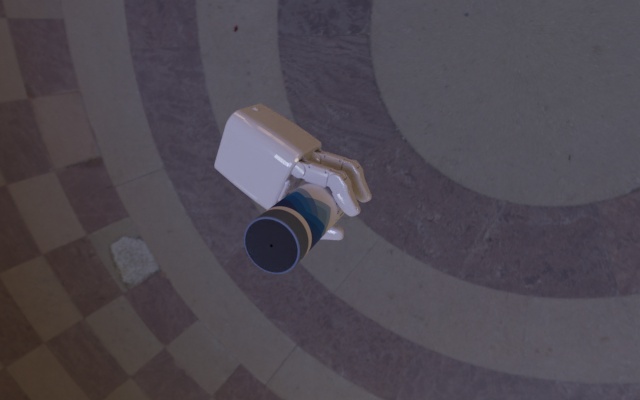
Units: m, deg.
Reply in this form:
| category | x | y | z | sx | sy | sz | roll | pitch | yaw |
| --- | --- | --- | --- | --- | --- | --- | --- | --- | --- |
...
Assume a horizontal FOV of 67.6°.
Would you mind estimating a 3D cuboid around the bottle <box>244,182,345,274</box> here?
| category | x | y | z | sx | sy | sz | roll | pitch | yaw |
| --- | --- | --- | --- | --- | --- | --- | --- | --- | --- |
| bottle | 0.000 | 0.002 | 0.634 | 0.069 | 0.069 | 0.295 | 0 | 18 | 22 |
